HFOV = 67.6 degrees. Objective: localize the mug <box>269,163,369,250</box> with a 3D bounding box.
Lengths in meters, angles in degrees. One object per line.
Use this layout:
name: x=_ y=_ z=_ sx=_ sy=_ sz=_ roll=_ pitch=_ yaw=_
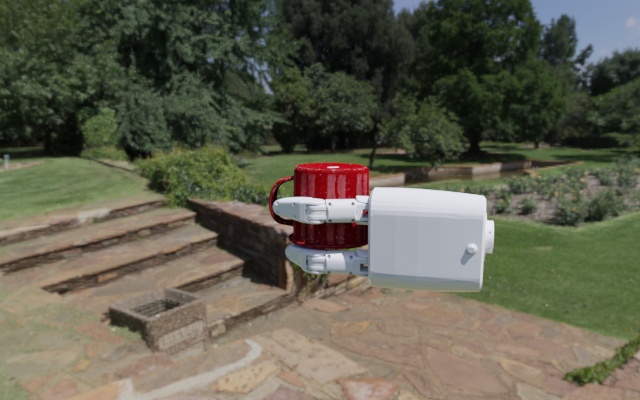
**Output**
mug: x=-0.001 y=0.001 z=0.523 sx=0.117 sy=0.081 sz=0.093 roll=3 pitch=10 yaw=15
